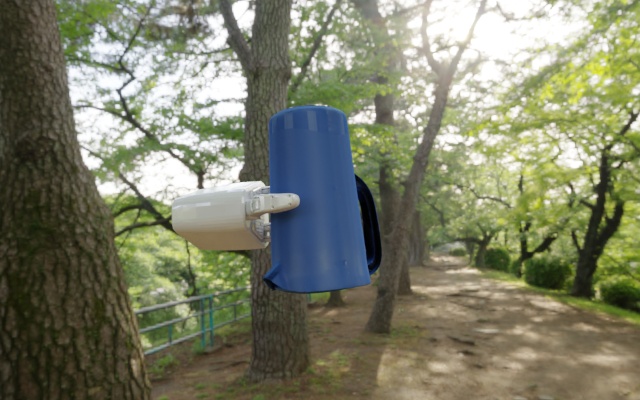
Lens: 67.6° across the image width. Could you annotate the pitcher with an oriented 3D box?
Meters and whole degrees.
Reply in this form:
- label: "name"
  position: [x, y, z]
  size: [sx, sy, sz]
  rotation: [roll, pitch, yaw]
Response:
- label: "pitcher"
  position: [0.000, 0.002, 0.653]
  size: [0.145, 0.243, 0.149]
  rotation: [-6, -6, 11]
